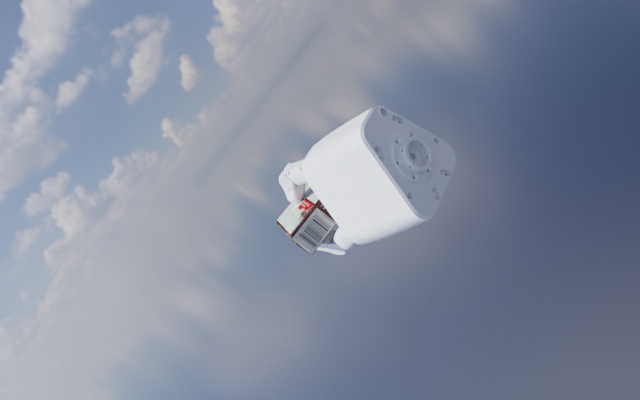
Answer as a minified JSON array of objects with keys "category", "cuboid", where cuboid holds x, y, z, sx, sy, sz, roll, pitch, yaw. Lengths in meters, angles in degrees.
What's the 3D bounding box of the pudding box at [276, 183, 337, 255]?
[{"category":"pudding box","cuboid":[0.000,0.002,0.579,0.039,0.113,0.090,41,-3,-17]}]
